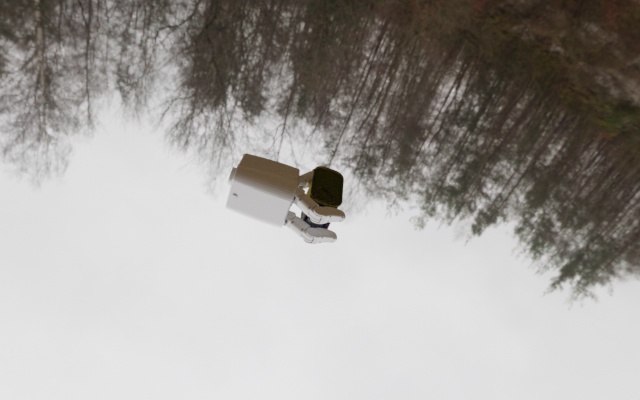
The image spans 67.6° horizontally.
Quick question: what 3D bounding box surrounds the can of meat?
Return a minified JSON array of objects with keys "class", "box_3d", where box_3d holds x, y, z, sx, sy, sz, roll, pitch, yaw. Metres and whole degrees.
[{"class":"can of meat","box_3d":[0.000,0.003,0.862,0.057,0.084,0.102,17,39,-9]}]
